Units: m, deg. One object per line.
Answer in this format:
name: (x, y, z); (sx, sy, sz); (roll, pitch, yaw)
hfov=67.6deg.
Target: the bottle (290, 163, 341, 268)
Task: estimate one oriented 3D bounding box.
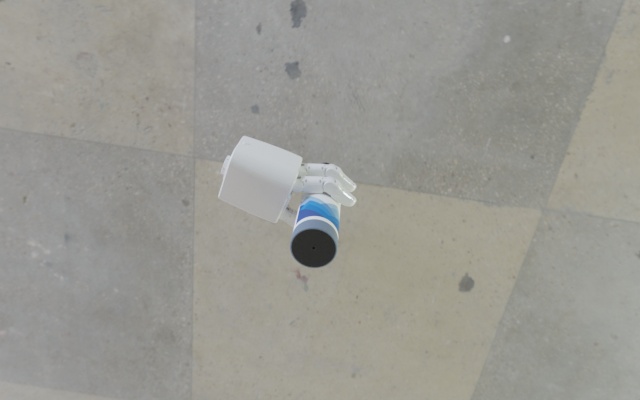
bottle: (0.000, 0.003, 0.793); (0.069, 0.069, 0.295); (0, 26, 4)
